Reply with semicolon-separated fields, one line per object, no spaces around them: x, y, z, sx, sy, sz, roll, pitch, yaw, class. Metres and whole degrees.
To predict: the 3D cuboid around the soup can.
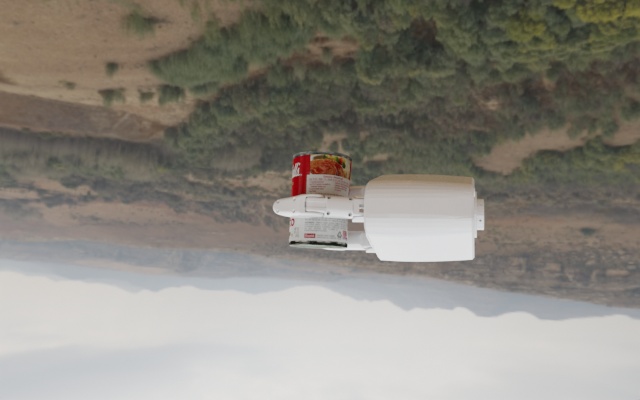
0.000;0.002;0.540;0.068;0.102;0.068;3;-9;0;soup can
